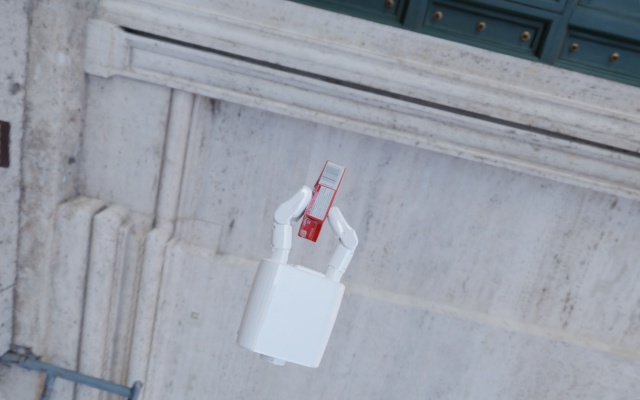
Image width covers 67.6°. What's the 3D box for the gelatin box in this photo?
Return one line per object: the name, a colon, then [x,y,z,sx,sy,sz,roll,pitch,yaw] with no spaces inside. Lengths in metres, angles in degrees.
gelatin box: [0.001,0.002,0.636,0.030,0.089,0.073,22,-25,1]
